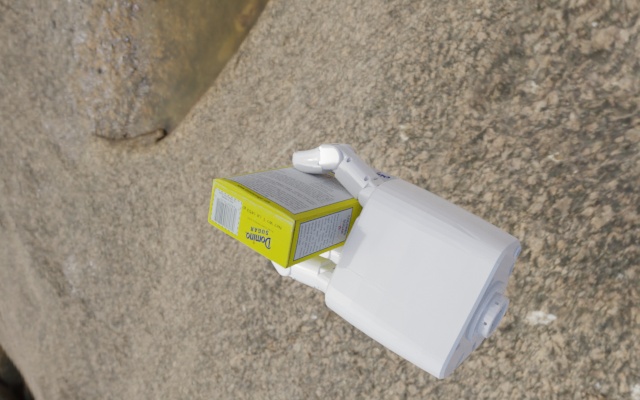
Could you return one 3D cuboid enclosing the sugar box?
[{"bbox_3d":[0.000,0.002,0.423,0.093,0.048,0.176,26,23,34],"label":"sugar box"}]
